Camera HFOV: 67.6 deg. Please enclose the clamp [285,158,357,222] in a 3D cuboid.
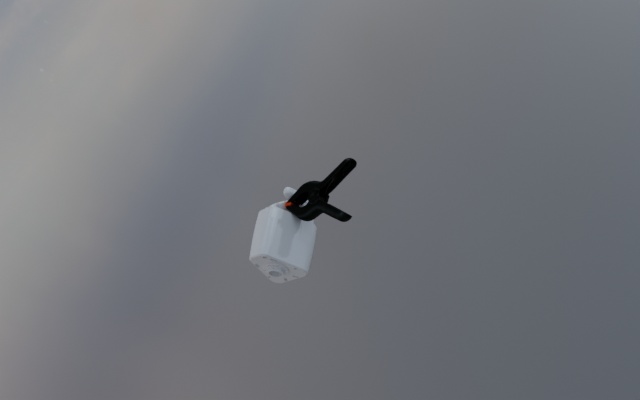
[{"bbox_3d":[0.000,0.003,0.875,0.039,0.120,0.171,31,-42,-32],"label":"clamp"}]
